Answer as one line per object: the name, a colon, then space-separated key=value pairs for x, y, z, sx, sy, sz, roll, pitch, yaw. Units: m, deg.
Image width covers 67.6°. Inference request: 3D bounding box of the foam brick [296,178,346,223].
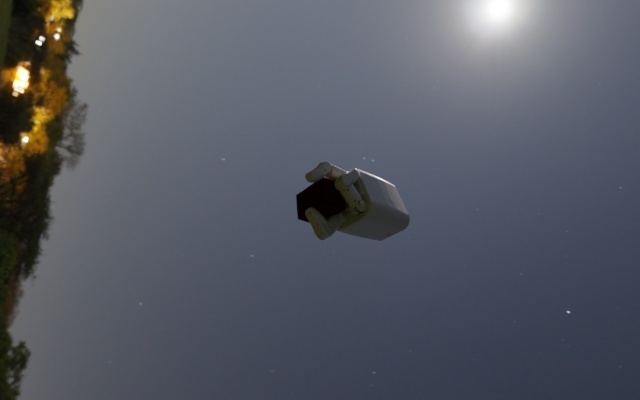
foam brick: x=0.000 y=0.003 z=0.854 sx=0.051 sy=0.053 sz=0.078 roll=18 pitch=-35 yaw=-35
